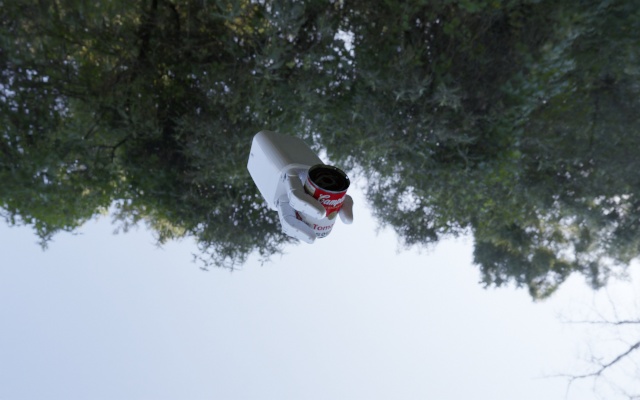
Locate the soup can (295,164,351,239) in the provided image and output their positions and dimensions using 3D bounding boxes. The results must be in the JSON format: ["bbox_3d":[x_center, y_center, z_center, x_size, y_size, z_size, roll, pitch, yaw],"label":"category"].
[{"bbox_3d":[0.000,0.003,0.759,0.068,0.102,0.068,12,38,-10],"label":"soup can"}]
